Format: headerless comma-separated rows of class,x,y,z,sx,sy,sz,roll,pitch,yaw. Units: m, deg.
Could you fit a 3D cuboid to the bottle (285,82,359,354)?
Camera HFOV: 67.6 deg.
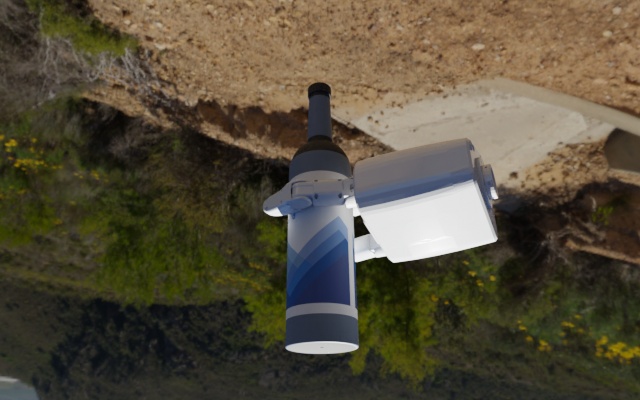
bottle,0.000,0.002,0.496,0.069,0.295,0.069,0,-26,0
